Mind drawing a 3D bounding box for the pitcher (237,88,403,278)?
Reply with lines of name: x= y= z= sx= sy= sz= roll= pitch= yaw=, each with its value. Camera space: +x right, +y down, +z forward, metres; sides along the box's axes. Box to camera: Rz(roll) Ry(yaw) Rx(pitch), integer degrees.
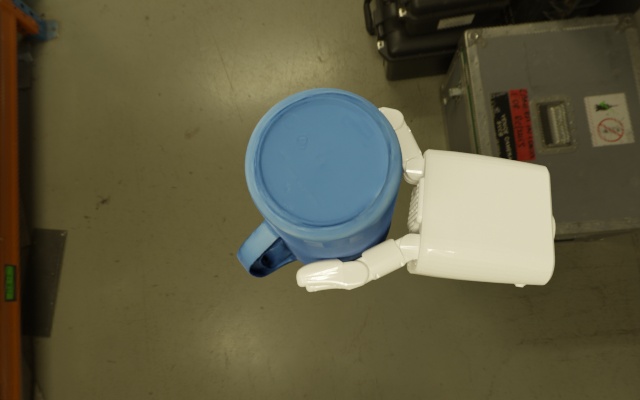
pitcher: x=0.000 y=0.001 z=0.431 sx=0.145 sy=0.149 sz=0.243 roll=7 pitch=-10 yaw=5
